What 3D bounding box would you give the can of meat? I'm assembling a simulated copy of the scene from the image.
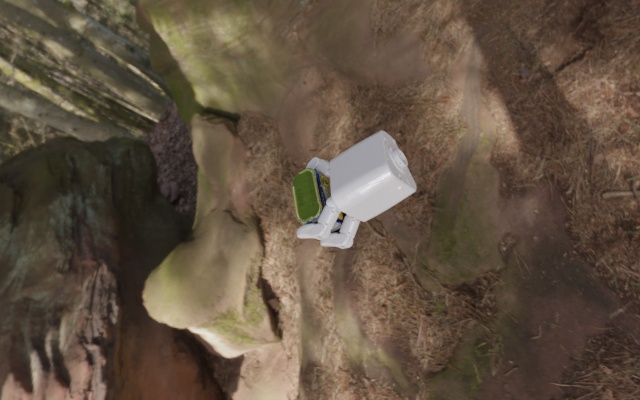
[{"bbox_3d":[0.000,0.003,0.819,0.057,0.102,0.084,-29,-34,28],"label":"can of meat"}]
